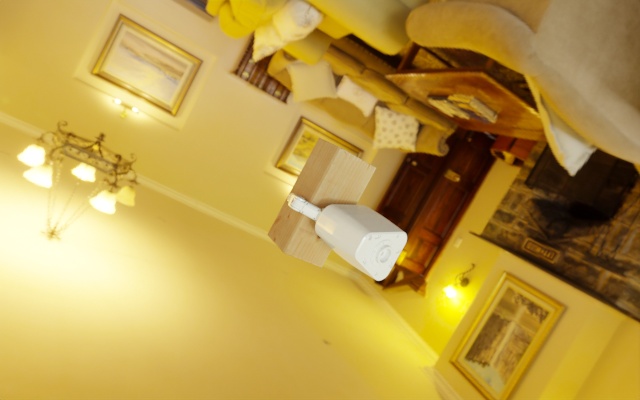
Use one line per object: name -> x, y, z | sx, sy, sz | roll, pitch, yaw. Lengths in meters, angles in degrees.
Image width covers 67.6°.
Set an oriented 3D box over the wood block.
wood block -> 0.000, 0.003, 0.872 | 0.091, 0.206, 0.090 | 26, 5, -31
